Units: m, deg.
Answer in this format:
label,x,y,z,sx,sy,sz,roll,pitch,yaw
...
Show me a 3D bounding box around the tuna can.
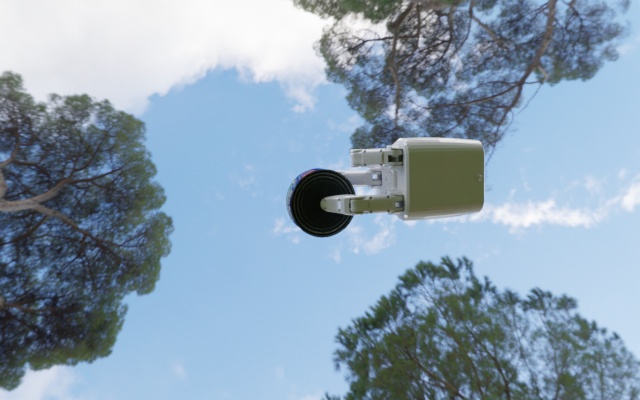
label,x,y,z,sx,sy,sz,roll,pitch,yaw
tuna can,0.000,0.002,0.605,0.086,0.086,0.033,0,7,-17
